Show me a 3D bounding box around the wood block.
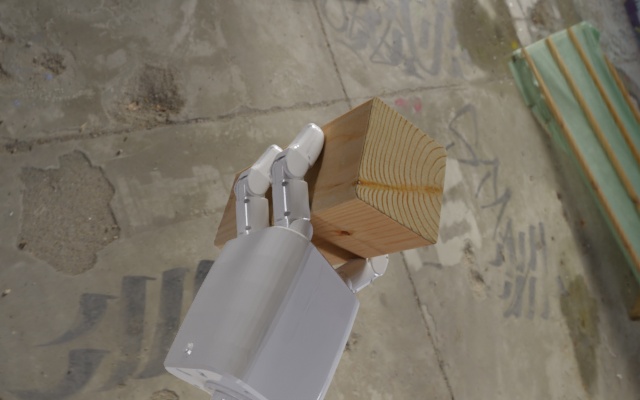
[{"bbox_3d":[0.000,0.002,0.435,0.091,0.090,0.206,30,-31,-30],"label":"wood block"}]
